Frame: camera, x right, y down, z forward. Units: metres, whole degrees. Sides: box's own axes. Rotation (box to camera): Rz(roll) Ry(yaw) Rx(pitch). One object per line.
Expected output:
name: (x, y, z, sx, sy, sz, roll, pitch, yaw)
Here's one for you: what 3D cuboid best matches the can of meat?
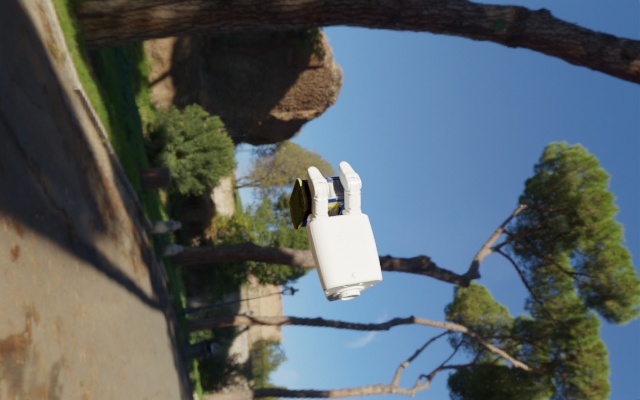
can of meat: (0.000, 0.003, 0.785, 0.084, 0.057, 0.102, -6, -26, -16)
